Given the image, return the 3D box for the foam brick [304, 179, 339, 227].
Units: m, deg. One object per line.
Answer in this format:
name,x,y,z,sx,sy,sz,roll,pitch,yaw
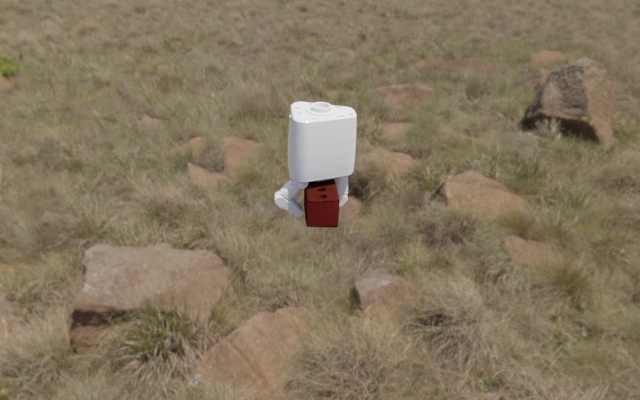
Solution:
foam brick,0.000,0.003,0.794,0.053,0.051,0.078,-1,31,-7
